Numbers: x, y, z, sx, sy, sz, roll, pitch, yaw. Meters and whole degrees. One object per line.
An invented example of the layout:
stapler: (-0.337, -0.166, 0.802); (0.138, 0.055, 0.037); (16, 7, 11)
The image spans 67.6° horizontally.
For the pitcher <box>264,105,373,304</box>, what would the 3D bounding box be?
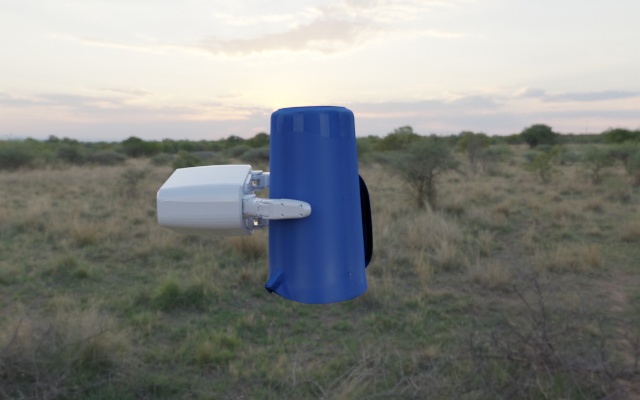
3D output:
pitcher: (0.000, 0.002, 0.631); (0.145, 0.243, 0.149); (-1, 7, 3)
